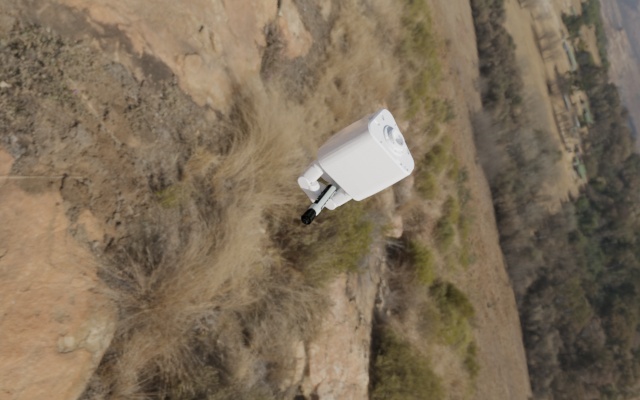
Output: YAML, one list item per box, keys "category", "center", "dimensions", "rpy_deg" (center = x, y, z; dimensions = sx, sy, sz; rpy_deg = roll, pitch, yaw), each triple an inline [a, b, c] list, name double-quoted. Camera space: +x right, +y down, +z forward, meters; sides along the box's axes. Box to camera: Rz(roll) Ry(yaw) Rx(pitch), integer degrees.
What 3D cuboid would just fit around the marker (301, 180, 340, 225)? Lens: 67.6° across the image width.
- category: "marker"
  center: [0.000, 0.003, 0.773]
  dimensions: [0.020, 0.020, 0.121]
  rpy_deg: [0, 29, 28]
